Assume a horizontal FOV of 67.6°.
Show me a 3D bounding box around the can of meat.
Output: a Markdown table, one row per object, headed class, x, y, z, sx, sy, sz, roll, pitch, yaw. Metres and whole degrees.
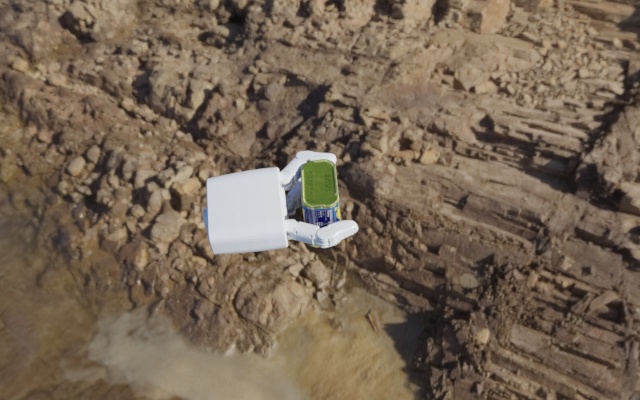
| class | x | y | z | sx | sy | sz | roll | pitch | yaw |
| --- | --- | --- | --- | --- | --- | --- | --- | --- | --- |
| can of meat | 0.000 | 0.002 | 0.696 | 0.057 | 0.102 | 0.084 | -5 | -44 | 0 |
